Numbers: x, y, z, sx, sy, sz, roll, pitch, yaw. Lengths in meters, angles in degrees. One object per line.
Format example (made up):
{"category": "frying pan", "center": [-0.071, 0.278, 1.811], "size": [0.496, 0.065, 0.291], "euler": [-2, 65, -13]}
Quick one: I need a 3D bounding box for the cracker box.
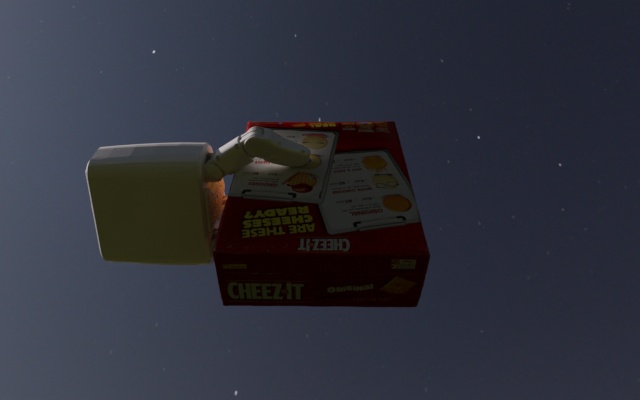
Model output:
{"category": "cracker box", "center": [0.000, 0.001, 0.455], "size": [0.164, 0.072, 0.213], "euler": [0, 37, 0]}
